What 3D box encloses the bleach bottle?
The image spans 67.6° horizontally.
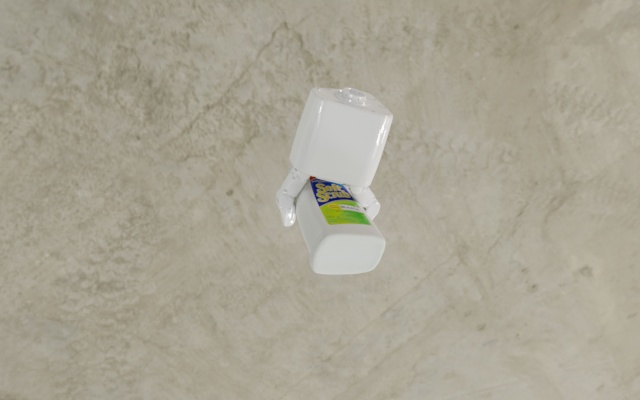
[{"bbox_3d":[0.000,0.002,0.701,0.102,0.068,0.250,4,32,-24],"label":"bleach bottle"}]
